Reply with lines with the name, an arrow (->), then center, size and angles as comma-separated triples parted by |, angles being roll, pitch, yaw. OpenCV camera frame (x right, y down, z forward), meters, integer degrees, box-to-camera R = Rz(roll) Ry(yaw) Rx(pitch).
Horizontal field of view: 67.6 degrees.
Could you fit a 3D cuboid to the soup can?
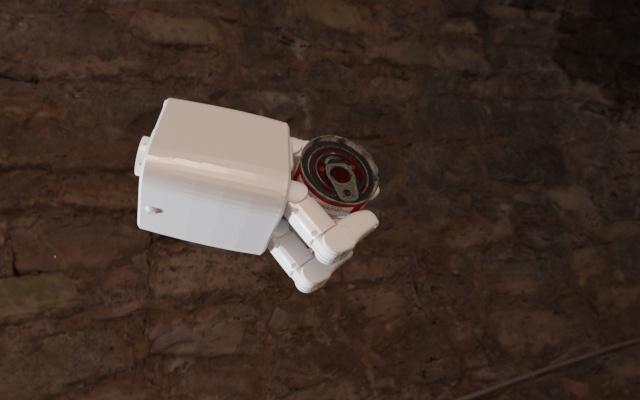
soup can -> 0.000, 0.002, 0.421 | 0.068, 0.068, 0.102 | 0, -33, -22
